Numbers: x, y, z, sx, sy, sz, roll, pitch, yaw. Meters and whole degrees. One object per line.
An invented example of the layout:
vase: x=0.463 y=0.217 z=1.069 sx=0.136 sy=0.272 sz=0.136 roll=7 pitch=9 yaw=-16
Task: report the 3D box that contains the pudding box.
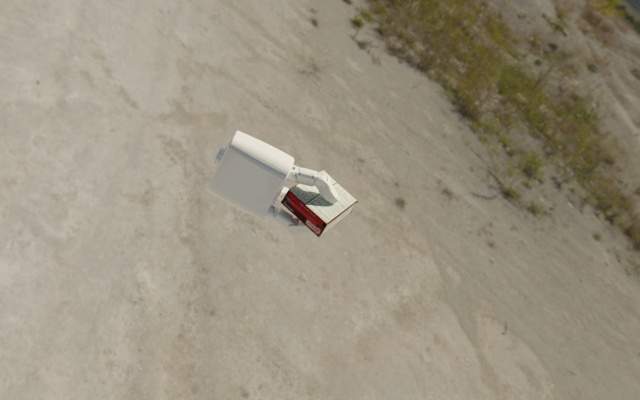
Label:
pudding box: x=0.000 y=0.003 z=0.823 sx=0.113 sy=0.090 sz=0.039 roll=-34 pitch=-17 yaw=-49
